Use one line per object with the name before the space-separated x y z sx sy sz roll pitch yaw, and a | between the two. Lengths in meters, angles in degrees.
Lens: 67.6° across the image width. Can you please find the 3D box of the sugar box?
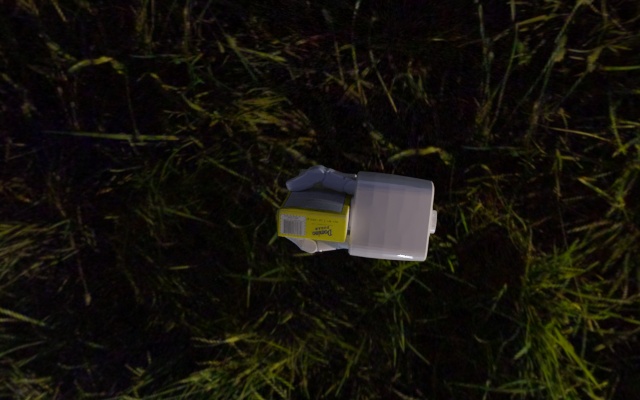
sugar box | 0.000 0.003 0.701 0.093 0.048 0.176 6 19 7
